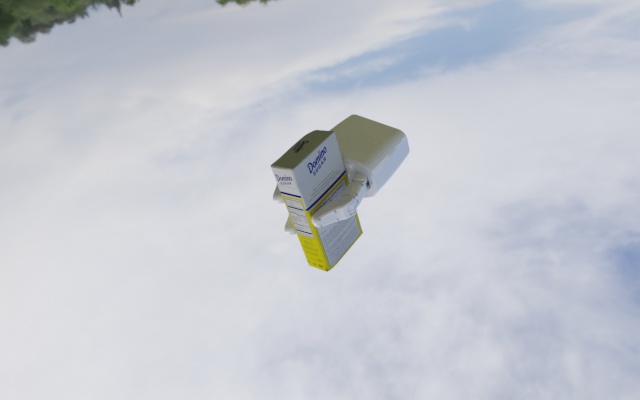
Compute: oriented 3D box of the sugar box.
[{"bbox_3d":[0.000,0.002,0.650,0.048,0.176,0.093,10,43,39],"label":"sugar box"}]
